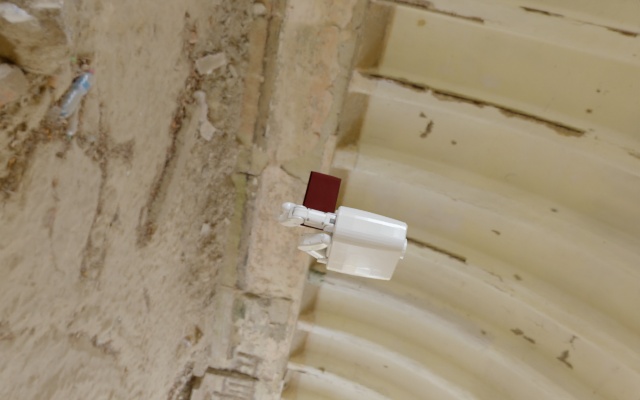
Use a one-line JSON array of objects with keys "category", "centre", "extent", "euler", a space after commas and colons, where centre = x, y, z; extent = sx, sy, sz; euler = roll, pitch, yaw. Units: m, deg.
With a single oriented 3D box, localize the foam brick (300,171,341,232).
[{"category": "foam brick", "centre": [0.000, 0.002, 0.765], "extent": [0.051, 0.078, 0.053], "euler": [12, -24, 3]}]
